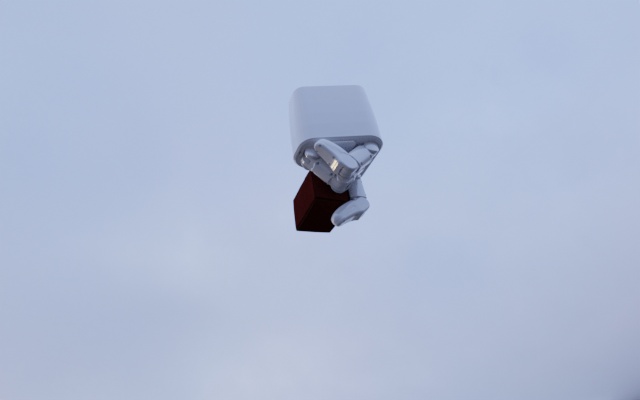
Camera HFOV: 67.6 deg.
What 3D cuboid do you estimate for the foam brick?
[{"bbox_3d":[0.000,0.002,0.653,0.053,0.051,0.078,6,-38,-22],"label":"foam brick"}]
